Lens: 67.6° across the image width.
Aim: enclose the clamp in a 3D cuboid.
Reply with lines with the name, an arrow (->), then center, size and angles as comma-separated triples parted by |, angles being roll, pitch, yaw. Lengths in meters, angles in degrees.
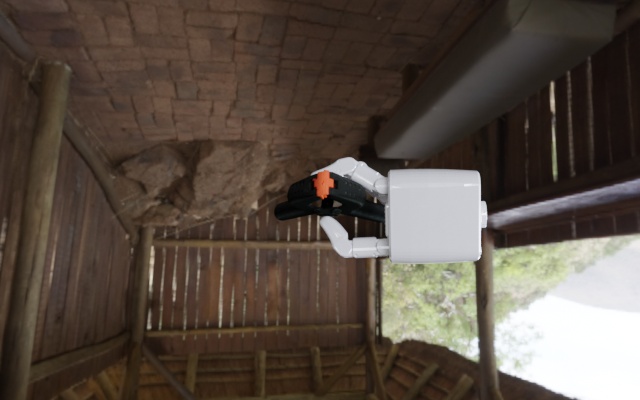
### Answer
clamp -> 0.000, 0.003, 0.607 | 0.164, 0.036, 0.210 | -1, -11, 11
